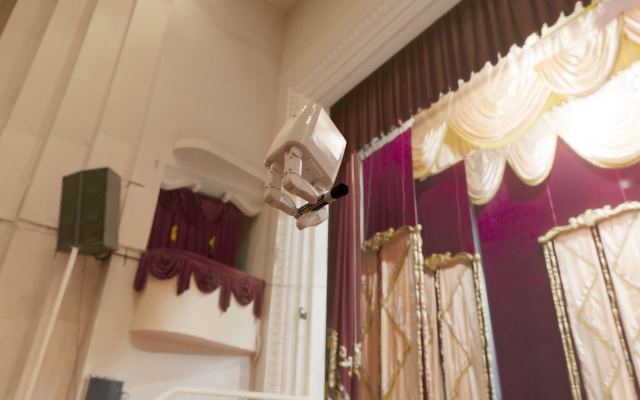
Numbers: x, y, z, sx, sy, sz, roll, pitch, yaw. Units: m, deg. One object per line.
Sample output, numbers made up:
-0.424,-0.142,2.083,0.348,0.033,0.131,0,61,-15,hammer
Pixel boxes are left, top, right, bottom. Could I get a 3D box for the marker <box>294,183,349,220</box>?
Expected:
0.000,0.002,0.732,0.020,0.020,0.121,0,-21,-41,marker
